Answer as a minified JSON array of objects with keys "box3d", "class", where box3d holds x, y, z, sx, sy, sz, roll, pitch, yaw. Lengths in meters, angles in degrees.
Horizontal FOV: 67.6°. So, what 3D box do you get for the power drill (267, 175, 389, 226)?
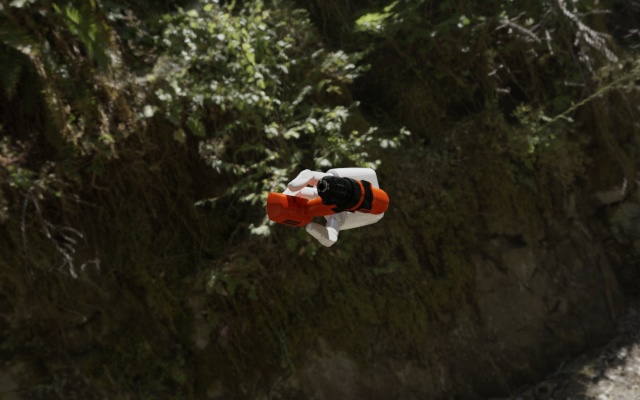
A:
[{"box3d":[0.000,0.003,0.821,0.187,0.057,0.184,-9,-15,35],"class":"power drill"}]
